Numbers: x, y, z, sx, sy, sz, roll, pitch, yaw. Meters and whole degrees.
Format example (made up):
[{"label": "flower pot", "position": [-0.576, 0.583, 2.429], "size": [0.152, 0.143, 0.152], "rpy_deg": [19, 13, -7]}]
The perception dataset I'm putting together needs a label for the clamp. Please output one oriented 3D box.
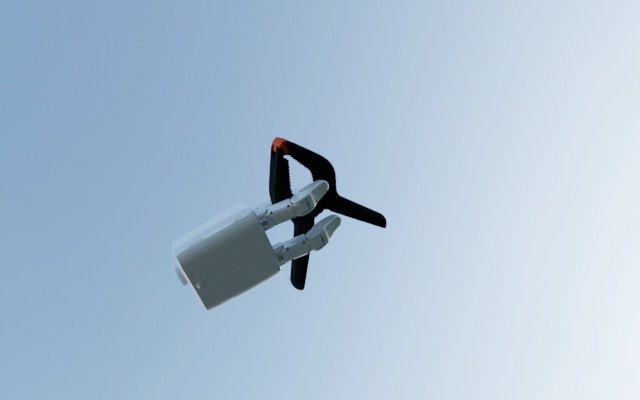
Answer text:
[{"label": "clamp", "position": [-0.001, 0.002, 0.642], "size": [0.164, 0.210, 0.036], "rpy_deg": [-30, 28, -16]}]
